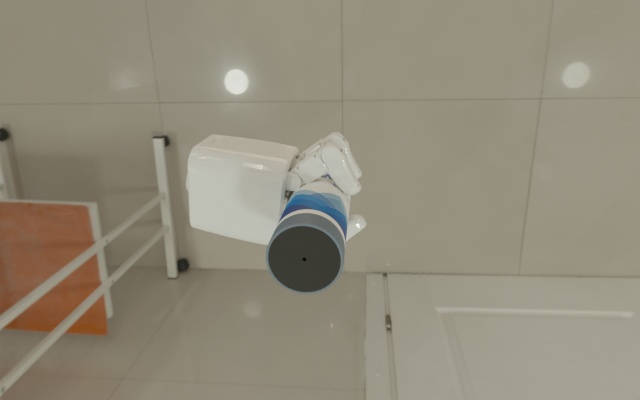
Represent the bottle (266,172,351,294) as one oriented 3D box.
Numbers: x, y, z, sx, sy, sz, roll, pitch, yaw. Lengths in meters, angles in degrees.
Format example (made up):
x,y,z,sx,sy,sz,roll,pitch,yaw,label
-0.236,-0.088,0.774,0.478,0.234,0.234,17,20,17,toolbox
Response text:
x,y,z,sx,sy,sz,roll,pitch,yaw,label
0.000,0.002,0.540,0.069,0.069,0.295,0,19,6,bottle
